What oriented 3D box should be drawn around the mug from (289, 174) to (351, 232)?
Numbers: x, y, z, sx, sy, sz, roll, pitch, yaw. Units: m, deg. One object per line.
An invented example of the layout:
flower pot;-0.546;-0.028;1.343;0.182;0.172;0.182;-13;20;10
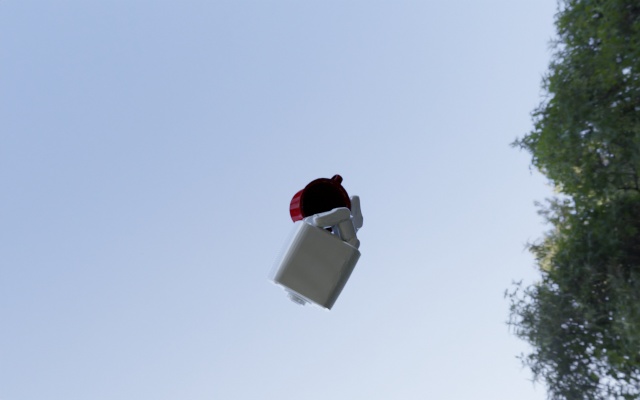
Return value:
mug;0.001;0.002;0.836;0.093;0.117;0.081;35;-18;-14
